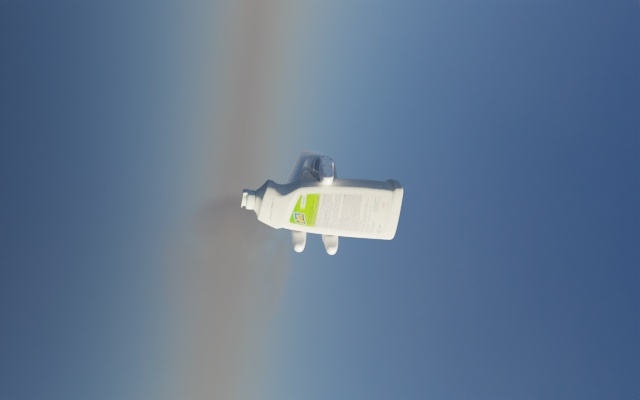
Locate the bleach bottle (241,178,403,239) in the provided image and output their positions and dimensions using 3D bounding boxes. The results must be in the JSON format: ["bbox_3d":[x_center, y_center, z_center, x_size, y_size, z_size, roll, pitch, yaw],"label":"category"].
[{"bbox_3d":[0.000,0.003,0.775,0.251,0.102,0.068,7,12,-10],"label":"bleach bottle"}]
